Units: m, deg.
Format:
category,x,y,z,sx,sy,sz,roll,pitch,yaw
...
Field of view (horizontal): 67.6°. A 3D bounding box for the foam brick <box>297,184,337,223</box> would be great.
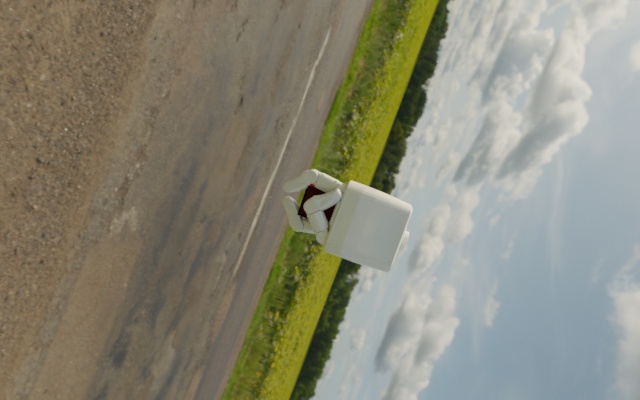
category,x,y,z,sx,sy,sz,roll,pitch,yaw
foam brick,0.000,0.002,0.781,0.051,0.053,0.078,20,12,5
